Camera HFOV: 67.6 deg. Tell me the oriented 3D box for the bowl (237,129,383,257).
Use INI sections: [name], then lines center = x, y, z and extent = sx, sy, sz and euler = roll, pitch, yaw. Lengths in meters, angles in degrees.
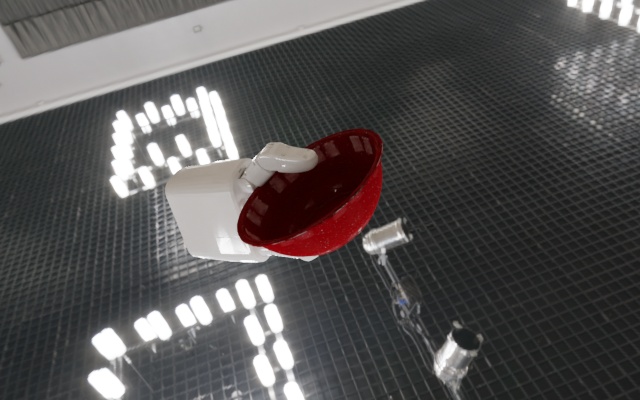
[bowl]
center = 0.001, 0.002, 0.460
extent = 0.162, 0.055, 0.162
euler = -28, 27, 16
